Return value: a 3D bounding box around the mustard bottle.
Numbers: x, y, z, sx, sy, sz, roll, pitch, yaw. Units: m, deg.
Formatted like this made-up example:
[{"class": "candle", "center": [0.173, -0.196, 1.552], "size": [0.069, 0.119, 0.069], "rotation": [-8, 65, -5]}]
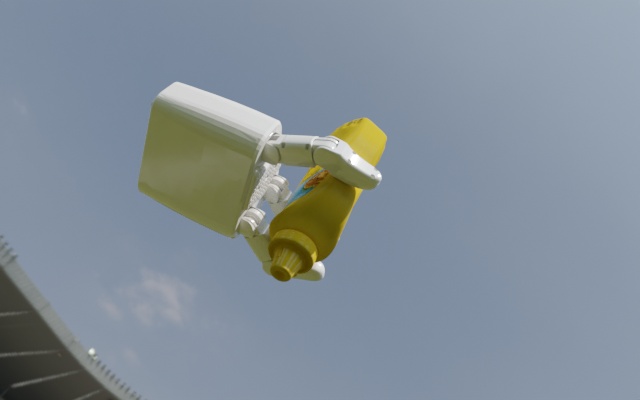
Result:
[{"class": "mustard bottle", "center": [0.000, 0.001, 0.447], "size": [0.096, 0.058, 0.191], "rotation": [-39, 14, 41]}]
